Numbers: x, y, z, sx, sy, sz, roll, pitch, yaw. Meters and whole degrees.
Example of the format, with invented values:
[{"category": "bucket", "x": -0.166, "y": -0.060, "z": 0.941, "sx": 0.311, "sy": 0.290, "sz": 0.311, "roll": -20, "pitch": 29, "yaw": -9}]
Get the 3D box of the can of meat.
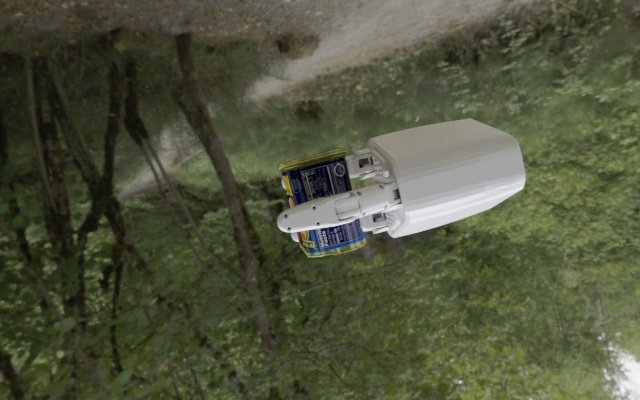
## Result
[{"category": "can of meat", "x": 0.000, "y": 0.002, "z": 0.433, "sx": 0.057, "sy": 0.084, "sz": 0.102, "roll": -15, "pitch": 4, "yaw": -7}]
